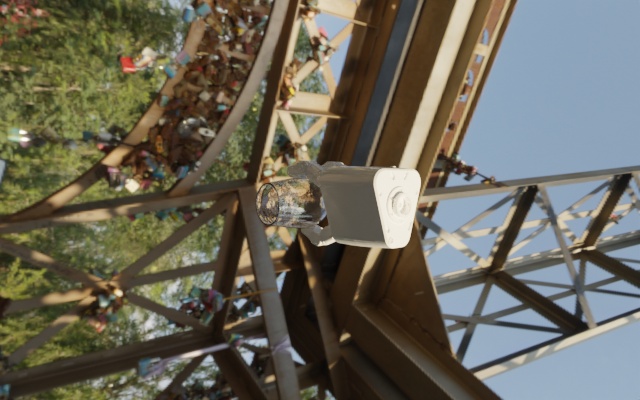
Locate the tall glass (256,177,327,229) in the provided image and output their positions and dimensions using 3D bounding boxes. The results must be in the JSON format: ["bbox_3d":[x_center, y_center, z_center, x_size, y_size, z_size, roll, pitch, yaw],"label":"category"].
[{"bbox_3d":[0.001,0.002,0.747,0.201,0.079,0.079,-2,1,-39],"label":"tall glass"}]
